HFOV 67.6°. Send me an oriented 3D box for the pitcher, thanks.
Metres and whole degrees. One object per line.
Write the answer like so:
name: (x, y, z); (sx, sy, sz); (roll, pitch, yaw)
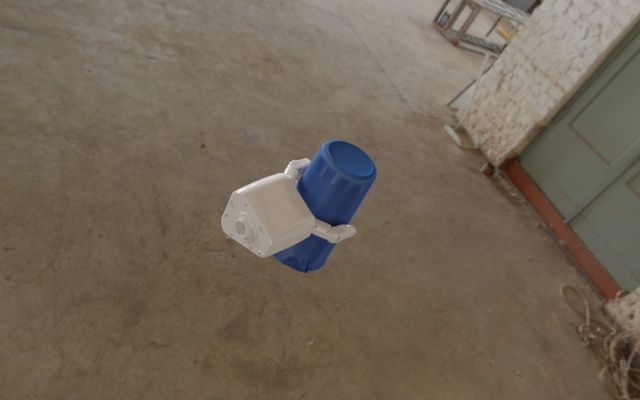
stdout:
pitcher: (0.000, 0.003, 0.885); (0.145, 0.149, 0.243); (-24, -27, -48)
